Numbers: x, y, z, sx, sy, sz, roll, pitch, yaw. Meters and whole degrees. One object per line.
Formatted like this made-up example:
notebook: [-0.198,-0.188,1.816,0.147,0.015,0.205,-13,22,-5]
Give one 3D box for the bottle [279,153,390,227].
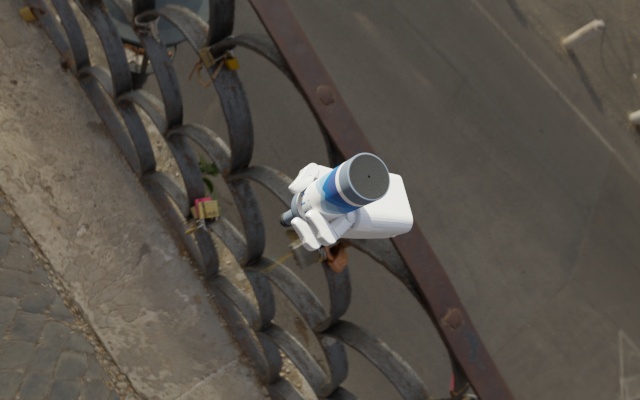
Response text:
bottle: [0.000,0.002,0.756,0.069,0.069,0.296,0,-13,-27]
